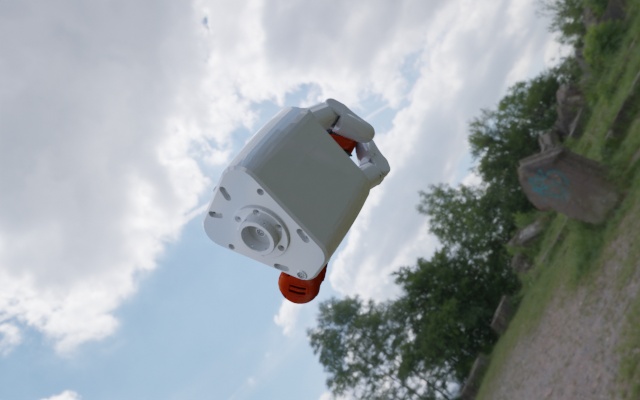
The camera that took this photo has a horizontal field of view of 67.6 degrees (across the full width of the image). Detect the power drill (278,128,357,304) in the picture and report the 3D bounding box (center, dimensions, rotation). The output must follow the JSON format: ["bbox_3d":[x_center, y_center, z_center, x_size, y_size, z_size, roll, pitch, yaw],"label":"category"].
[{"bbox_3d":[0.000,0.001,0.555,0.057,0.188,0.184,10,20,2],"label":"power drill"}]
